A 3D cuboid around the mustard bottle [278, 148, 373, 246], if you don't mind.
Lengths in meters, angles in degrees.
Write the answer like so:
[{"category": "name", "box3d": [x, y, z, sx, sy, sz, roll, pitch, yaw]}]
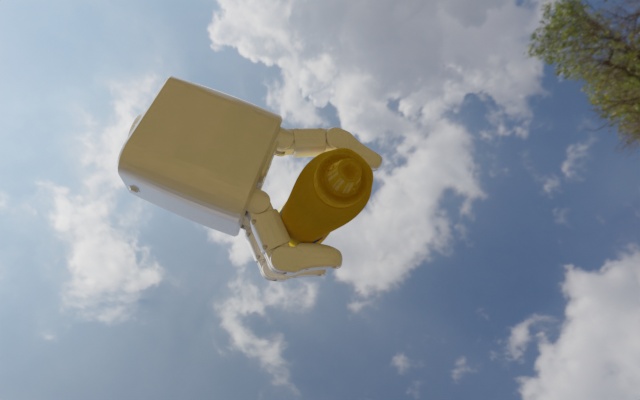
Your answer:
[{"category": "mustard bottle", "box3d": [0.000, 0.002, 0.428, 0.096, 0.058, 0.192, -45, -2, -19]}]
